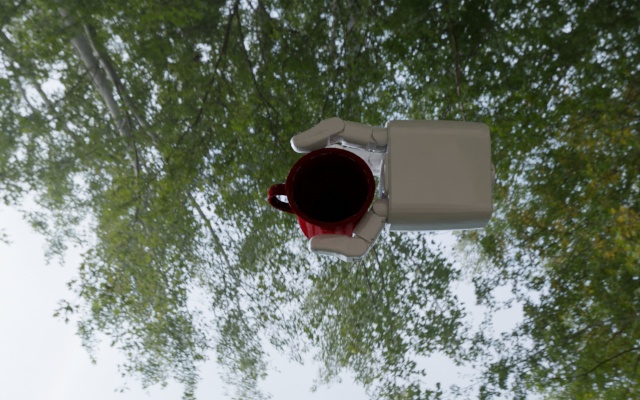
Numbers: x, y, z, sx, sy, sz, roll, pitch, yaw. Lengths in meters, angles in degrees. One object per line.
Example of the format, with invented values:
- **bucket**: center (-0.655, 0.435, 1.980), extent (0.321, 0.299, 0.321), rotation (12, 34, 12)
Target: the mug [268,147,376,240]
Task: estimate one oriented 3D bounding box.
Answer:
- **mug**: center (-0.001, 0.002, 0.528), extent (0.117, 0.093, 0.081), rotation (1, -25, 4)
